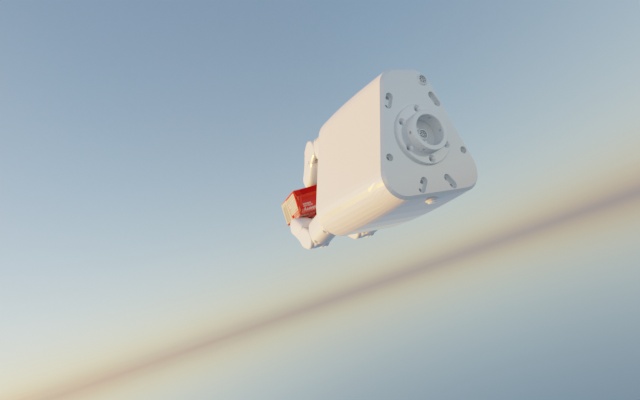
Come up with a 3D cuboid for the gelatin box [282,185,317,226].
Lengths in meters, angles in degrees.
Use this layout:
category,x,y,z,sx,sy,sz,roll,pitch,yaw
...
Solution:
category,x,y,z,sx,sy,sz,roll,pitch,yaw
gelatin box,0.000,0.001,0.538,0.073,0.030,0.089,-15,-7,-15
